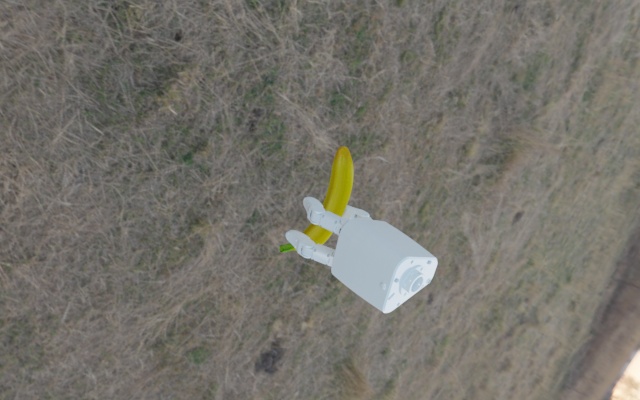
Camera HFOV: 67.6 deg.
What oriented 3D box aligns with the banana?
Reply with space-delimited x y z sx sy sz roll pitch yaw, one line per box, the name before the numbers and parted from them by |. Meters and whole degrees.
banana | 0.010 0.010 0.769 0.070 0.198 0.037 22 11 -46
